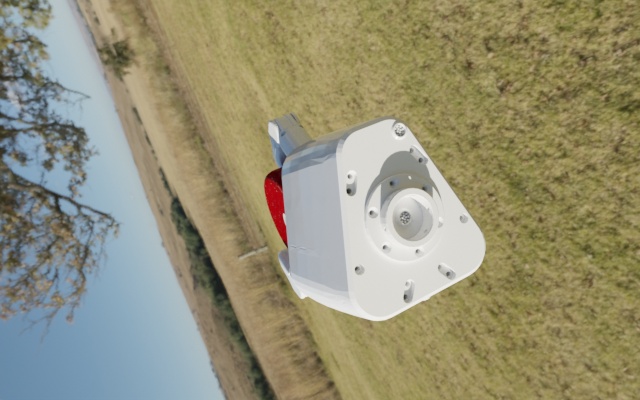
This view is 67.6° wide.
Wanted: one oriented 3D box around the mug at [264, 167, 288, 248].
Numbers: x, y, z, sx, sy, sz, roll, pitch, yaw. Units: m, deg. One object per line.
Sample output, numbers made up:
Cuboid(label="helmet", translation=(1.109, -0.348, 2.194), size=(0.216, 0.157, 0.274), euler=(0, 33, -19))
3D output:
Cuboid(label="mug", translation=(-0.001, 0.001, 0.420), size=(0.081, 0.093, 0.117), euler=(-23, 6, -18))
